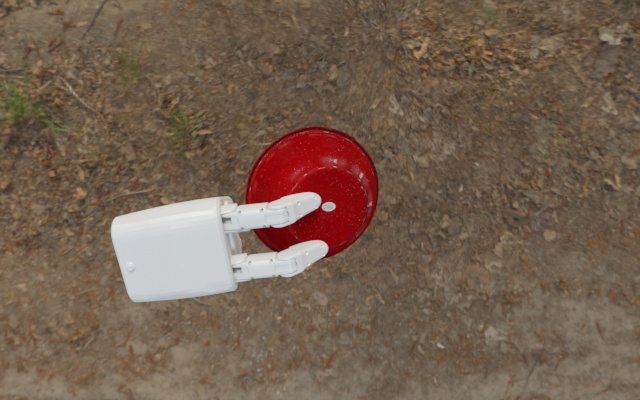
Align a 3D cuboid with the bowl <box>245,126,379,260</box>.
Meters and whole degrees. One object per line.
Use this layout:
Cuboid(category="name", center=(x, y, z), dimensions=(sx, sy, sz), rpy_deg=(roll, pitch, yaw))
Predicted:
Cuboid(category="bowl", center=(0.001, 0.001, 0.531), dimensions=(0.162, 0.162, 0.055), rpy_deg=(0, 16, -17))
